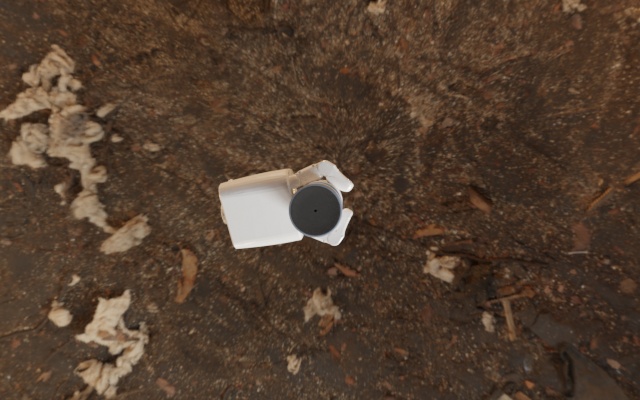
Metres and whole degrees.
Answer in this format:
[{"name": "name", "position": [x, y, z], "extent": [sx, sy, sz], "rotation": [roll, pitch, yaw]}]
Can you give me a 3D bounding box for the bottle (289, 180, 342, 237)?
[{"name": "bottle", "position": [0.000, 0.002, 0.731], "extent": [0.069, 0.069, 0.295], "rotation": [0, 4, 2]}]
